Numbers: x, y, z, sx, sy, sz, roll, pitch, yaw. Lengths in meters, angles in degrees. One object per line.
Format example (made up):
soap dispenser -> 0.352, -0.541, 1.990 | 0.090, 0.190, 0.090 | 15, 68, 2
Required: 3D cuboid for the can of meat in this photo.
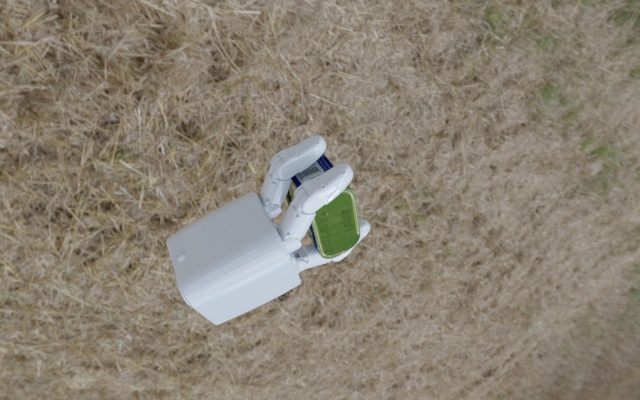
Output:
can of meat -> 0.000, 0.002, 0.521 | 0.057, 0.102, 0.084 | -24, 46, -11
